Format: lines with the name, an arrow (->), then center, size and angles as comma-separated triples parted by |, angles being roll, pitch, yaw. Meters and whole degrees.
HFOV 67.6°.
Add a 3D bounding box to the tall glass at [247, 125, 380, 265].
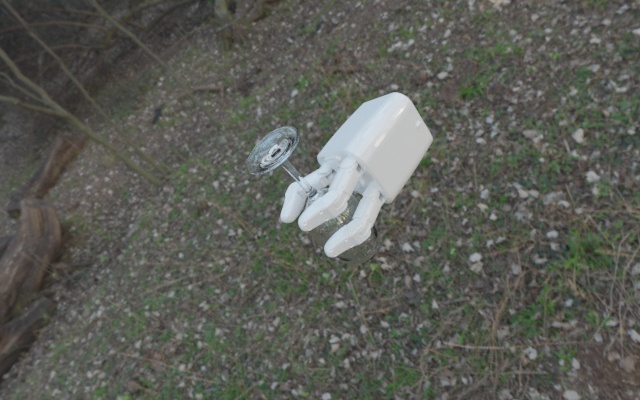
tall glass -> 0.000, 0.002, 0.598 | 0.079, 0.079, 0.201 | 0, -38, 44
